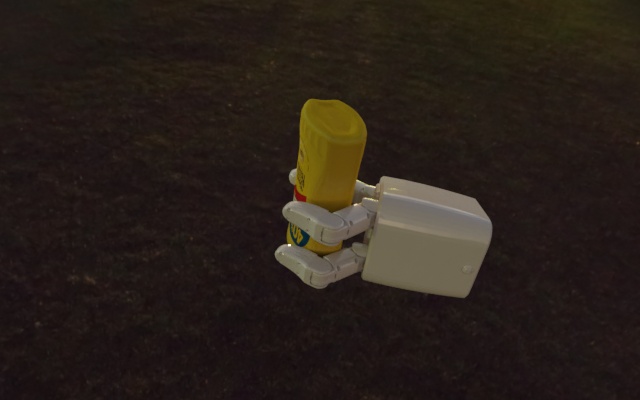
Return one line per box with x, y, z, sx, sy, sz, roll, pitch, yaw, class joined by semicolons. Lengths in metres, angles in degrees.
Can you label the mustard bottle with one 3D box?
0.000;0.001;0.488;0.058;0.192;0.096;-2;35;-16;mustard bottle
